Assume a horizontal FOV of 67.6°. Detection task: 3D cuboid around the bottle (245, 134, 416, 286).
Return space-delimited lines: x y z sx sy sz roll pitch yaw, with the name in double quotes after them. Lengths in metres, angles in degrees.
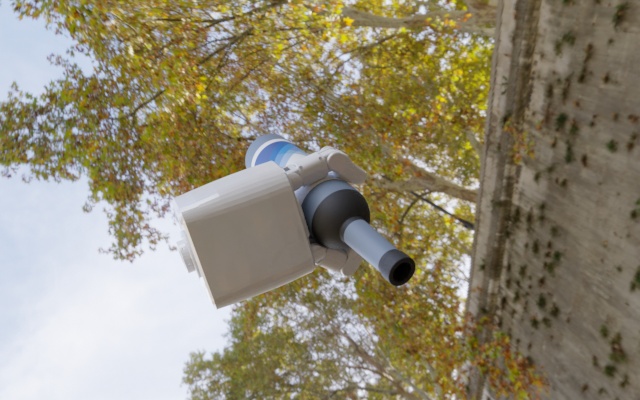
0.000 0.002 0.509 0.069 0.069 0.295 0 23 -30 "bottle"
